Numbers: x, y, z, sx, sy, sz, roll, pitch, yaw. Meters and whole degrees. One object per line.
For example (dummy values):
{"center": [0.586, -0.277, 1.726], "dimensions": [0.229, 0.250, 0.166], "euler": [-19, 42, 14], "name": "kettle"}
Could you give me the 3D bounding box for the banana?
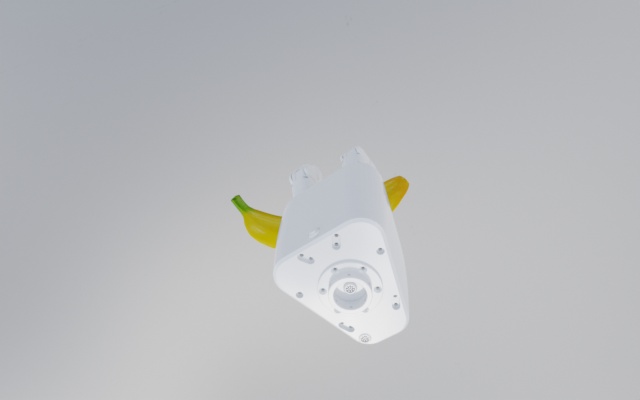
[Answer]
{"center": [0.000, 0.019, 0.518], "dimensions": [0.198, 0.070, 0.037], "euler": [-7, 19, 10], "name": "banana"}
